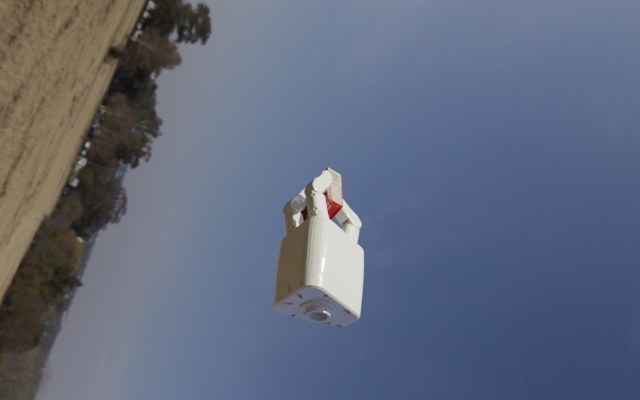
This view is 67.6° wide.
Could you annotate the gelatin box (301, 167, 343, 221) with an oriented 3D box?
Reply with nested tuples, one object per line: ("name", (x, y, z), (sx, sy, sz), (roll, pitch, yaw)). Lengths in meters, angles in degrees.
("gelatin box", (0.000, 0.002, 0.726), (0.030, 0.073, 0.089), (30, 31, -20))
